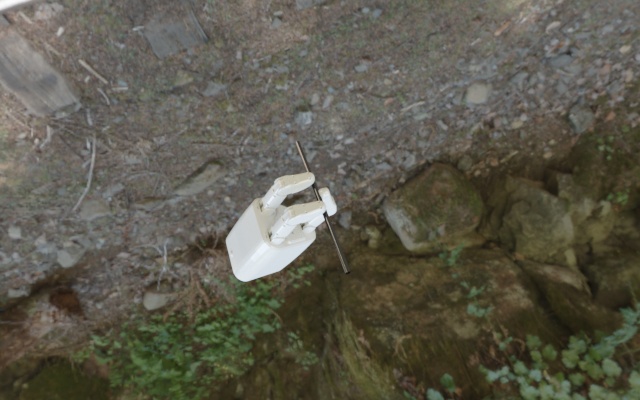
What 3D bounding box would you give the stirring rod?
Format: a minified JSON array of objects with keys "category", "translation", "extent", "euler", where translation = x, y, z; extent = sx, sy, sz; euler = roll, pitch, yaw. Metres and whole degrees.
[{"category":"stirring rod","translation":[0.000,0.002,0.708],"extent":[0.011,0.239,0.011],"euler":[-15,-32,-10]}]
